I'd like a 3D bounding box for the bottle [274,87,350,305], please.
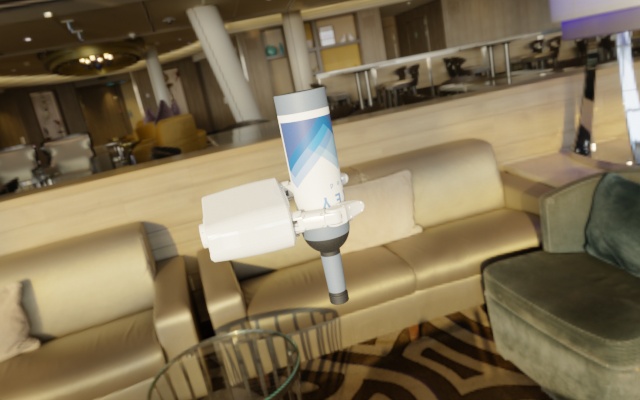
[{"bbox_3d":[0.000,0.002,0.641,0.069,0.296,0.069,-10,14,3],"label":"bottle"}]
